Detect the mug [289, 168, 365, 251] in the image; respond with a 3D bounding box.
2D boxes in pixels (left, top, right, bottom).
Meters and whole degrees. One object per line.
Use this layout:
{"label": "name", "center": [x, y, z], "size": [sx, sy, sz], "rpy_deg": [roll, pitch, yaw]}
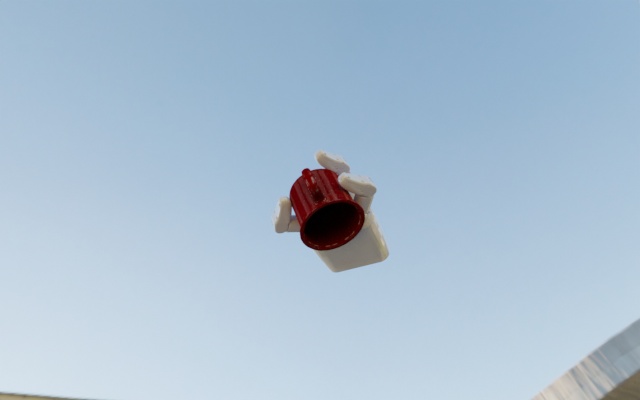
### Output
{"label": "mug", "center": [-0.001, 0.001, 0.659], "size": [0.093, 0.081, 0.117], "rpy_deg": [-28, -45, 2]}
